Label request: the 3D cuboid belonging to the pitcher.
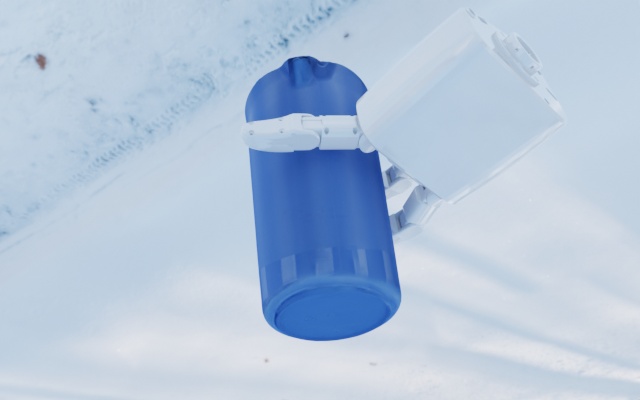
[{"bbox_3d":[0.000,0.001,0.444,0.149,0.242,0.145,24,-48,-34],"label":"pitcher"}]
